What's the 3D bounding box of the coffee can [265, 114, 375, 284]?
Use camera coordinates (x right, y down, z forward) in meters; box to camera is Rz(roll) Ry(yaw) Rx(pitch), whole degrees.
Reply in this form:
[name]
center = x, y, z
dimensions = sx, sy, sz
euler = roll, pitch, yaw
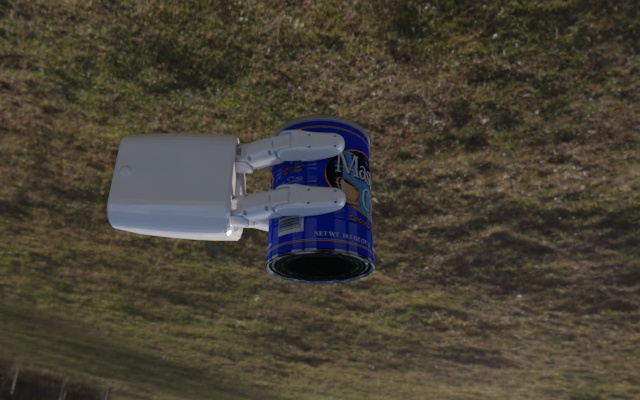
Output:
[coffee can]
center = 0.000, 0.001, 0.476
dimensions = 0.103, 0.140, 0.103
euler = 0, -25, 0
